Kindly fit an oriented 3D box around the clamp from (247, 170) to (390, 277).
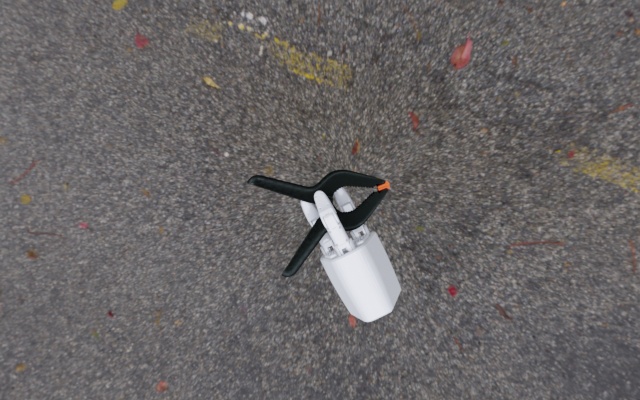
[{"bbox_3d":[0.001,0.002,0.728,0.210,0.164,0.036,-27,3,4],"label":"clamp"}]
